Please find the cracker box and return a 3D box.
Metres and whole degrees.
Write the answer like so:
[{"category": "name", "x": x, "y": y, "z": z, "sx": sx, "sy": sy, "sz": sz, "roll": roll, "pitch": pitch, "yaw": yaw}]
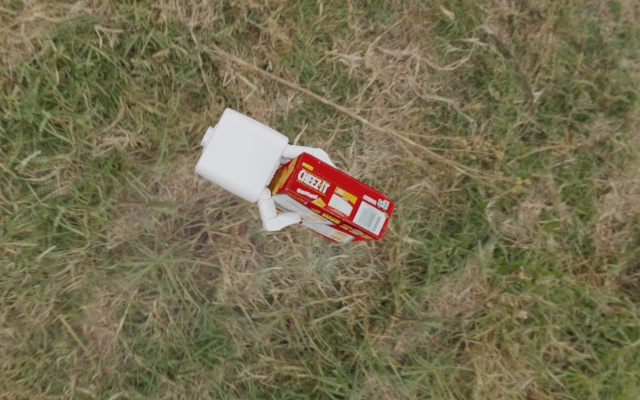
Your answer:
[{"category": "cracker box", "x": 0.000, "y": 0.003, "z": 0.783, "sx": 0.164, "sy": 0.072, "sz": 0.214, "roll": 28, "pitch": -13, "yaw": -14}]
